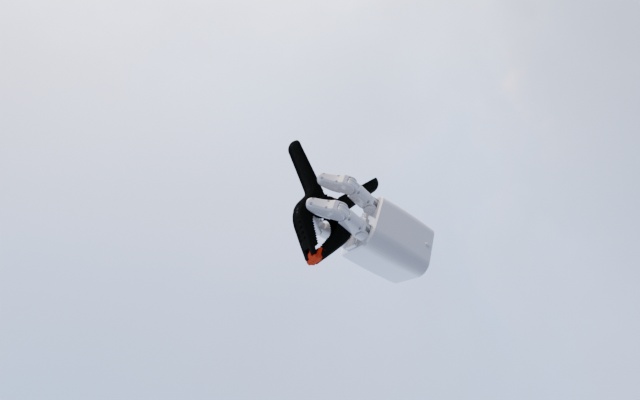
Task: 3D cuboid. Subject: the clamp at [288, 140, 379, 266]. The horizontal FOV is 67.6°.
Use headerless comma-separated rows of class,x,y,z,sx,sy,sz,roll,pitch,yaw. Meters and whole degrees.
clamp,0.000,0.003,0.735,0.164,0.209,0.036,29,-42,-8
